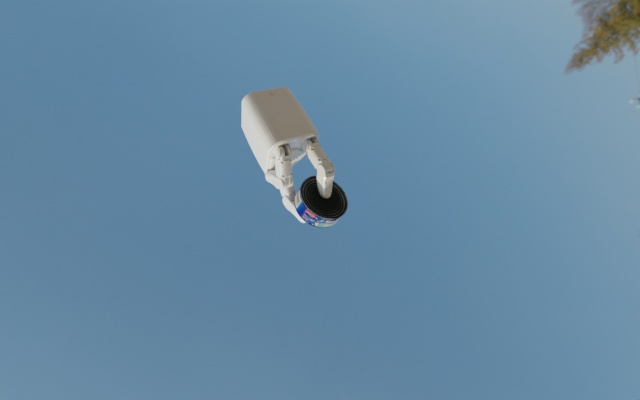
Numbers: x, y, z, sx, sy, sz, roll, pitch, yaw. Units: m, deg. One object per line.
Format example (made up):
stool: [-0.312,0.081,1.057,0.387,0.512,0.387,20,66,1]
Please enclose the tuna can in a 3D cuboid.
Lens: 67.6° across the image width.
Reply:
tuna can: [0.000,0.003,0.794,0.086,0.086,0.034,0,-33,-30]
